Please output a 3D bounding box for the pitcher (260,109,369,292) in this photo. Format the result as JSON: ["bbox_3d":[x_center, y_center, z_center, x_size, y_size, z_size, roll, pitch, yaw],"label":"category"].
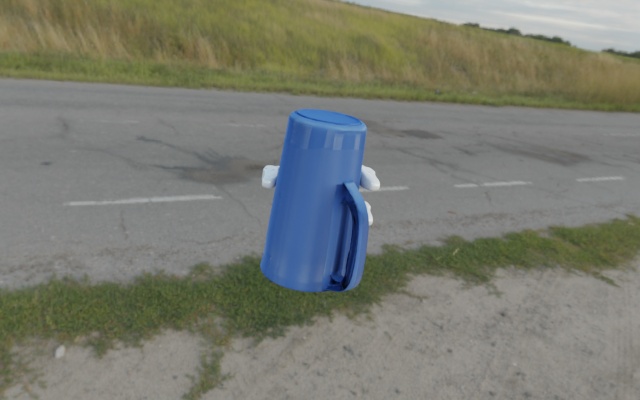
[{"bbox_3d":[0.000,0.002,0.679,0.149,0.243,0.145,10,20,3],"label":"pitcher"}]
